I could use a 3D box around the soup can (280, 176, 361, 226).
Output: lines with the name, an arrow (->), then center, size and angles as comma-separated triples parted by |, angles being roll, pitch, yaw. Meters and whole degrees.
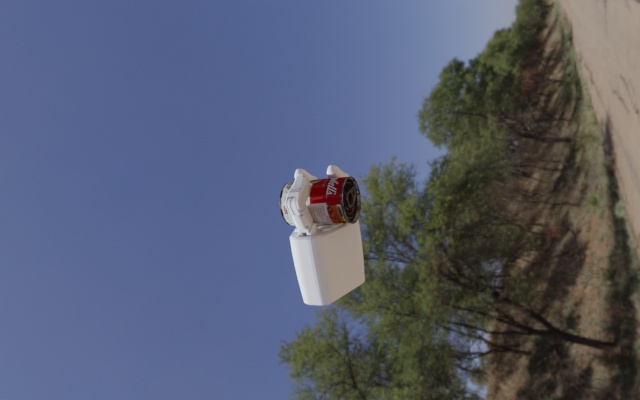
soup can -> 0.000, 0.002, 0.699 | 0.102, 0.068, 0.068 | -4, -2, 26
